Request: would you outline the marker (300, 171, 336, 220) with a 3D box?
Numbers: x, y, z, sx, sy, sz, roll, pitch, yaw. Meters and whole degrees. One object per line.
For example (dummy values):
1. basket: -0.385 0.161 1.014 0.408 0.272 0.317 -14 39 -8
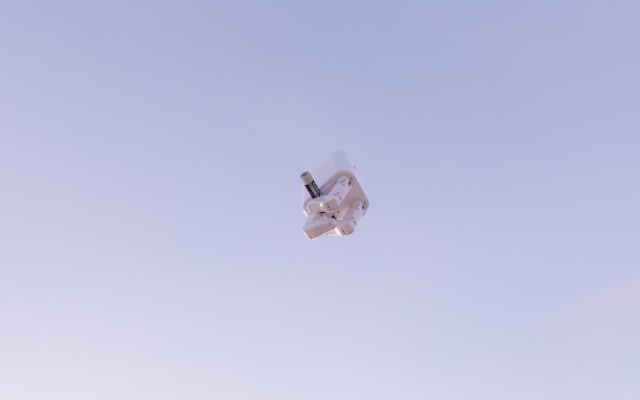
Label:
1. marker: 0.000 0.003 0.821 0.020 0.121 0.020 -23 28 13
